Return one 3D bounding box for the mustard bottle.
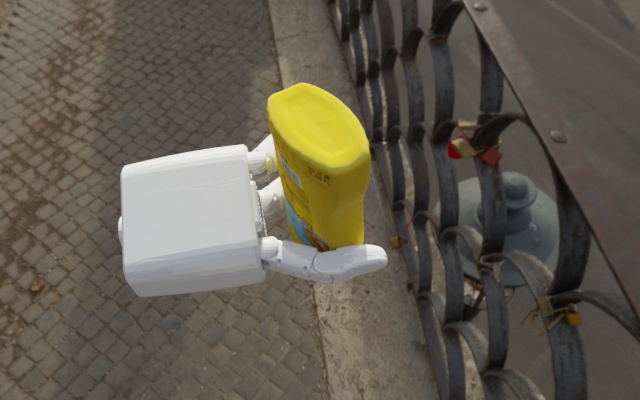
[{"bbox_3d":[0.000,0.001,0.410,0.058,0.096,0.192,-29,-32,-18],"label":"mustard bottle"}]
